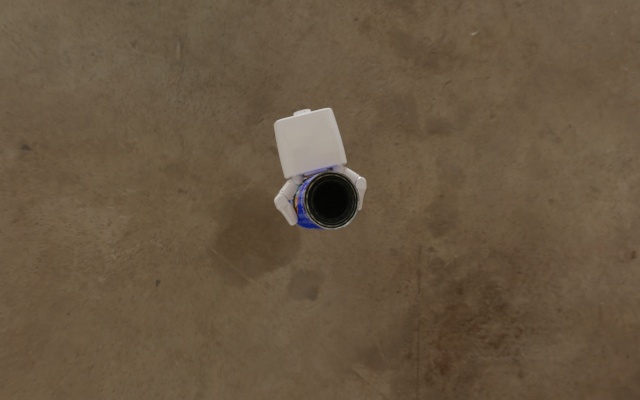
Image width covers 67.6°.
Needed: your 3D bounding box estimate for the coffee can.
[{"bbox_3d":[0.000,0.003,0.885,0.103,0.103,0.140,0,-3,-17],"label":"coffee can"}]
